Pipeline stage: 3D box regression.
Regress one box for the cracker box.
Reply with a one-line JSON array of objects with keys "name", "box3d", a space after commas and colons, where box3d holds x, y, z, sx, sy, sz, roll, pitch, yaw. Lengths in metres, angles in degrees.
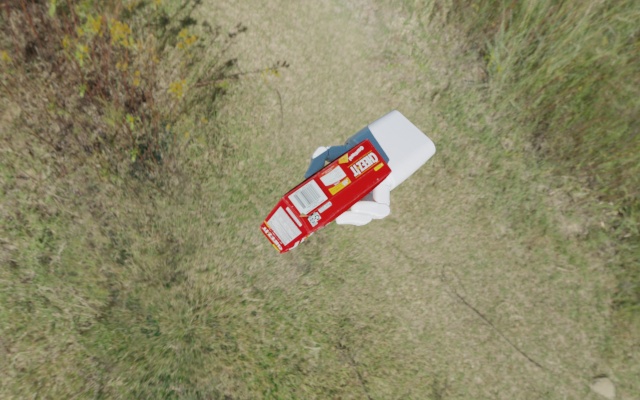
[{"name": "cracker box", "box3d": [0.000, 0.002, 0.770, 0.164, 0.072, 0.214, -36, -3, -21]}]
